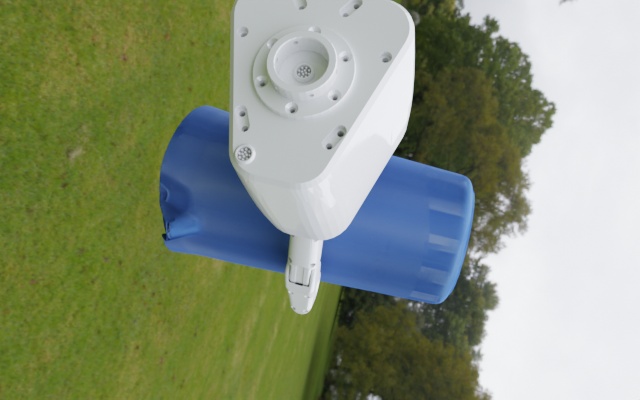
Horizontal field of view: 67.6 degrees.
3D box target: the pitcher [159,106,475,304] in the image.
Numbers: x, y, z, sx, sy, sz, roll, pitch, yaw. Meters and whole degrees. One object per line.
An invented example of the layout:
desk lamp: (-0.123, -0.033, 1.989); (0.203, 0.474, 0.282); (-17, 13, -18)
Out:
pitcher: (0.000, 0.001, 0.418); (0.243, 0.149, 0.145); (13, -16, 9)
